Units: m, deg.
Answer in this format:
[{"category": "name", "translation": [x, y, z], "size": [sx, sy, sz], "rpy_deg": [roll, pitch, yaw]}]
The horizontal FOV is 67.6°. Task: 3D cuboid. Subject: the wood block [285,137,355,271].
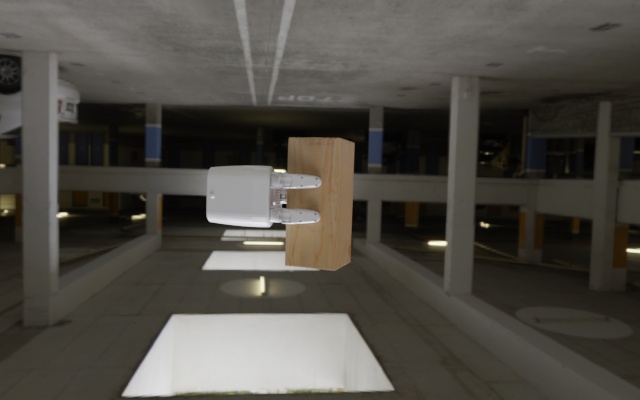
[{"category": "wood block", "translation": [0.000, 0.003, 0.791], "size": [0.090, 0.206, 0.091], "rpy_deg": [3, 3, 18]}]
